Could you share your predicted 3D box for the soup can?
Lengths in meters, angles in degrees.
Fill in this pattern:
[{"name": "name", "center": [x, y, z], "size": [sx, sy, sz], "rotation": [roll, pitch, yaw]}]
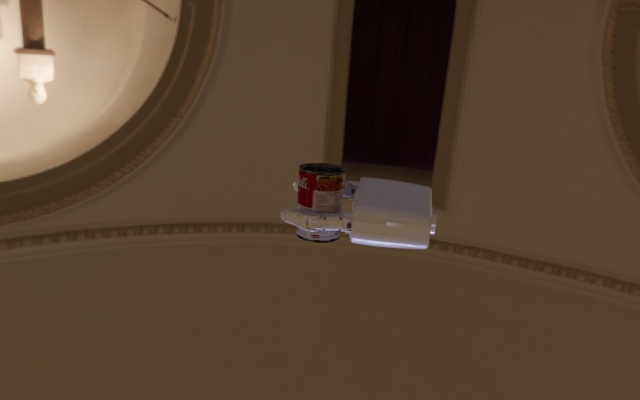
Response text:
[{"name": "soup can", "center": [0.000, 0.003, 0.690], "size": [0.068, 0.102, 0.068], "rotation": [4, 16, -1]}]
